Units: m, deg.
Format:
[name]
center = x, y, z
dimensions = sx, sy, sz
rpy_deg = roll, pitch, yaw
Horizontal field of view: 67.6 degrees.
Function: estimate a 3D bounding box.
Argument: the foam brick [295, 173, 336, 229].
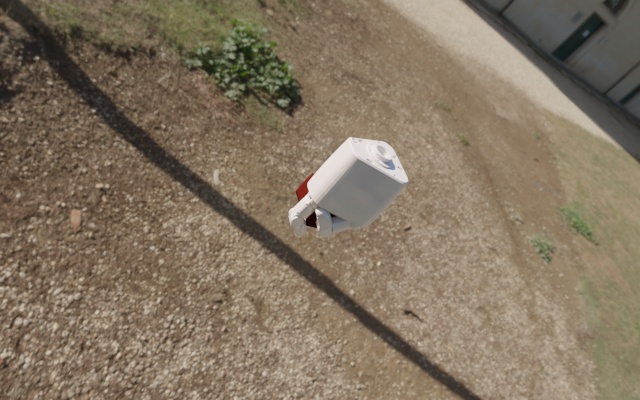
[foam brick]
center = 0.000, 0.002, 0.796
dimensions = 0.053, 0.078, 0.051
rpy_deg = 15, -49, -35
